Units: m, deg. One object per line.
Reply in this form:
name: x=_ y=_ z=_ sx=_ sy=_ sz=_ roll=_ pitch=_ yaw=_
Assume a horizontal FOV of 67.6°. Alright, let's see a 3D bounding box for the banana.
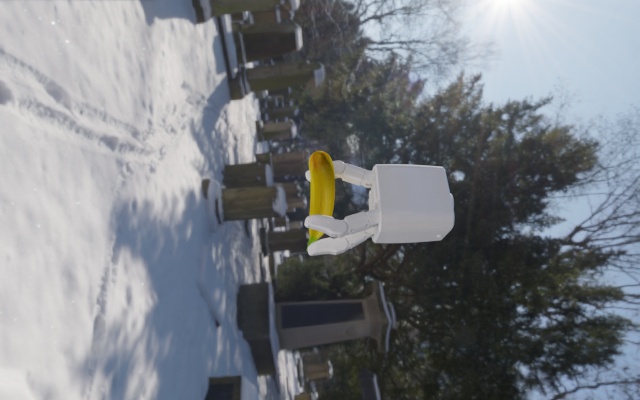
banana: x=0.002 y=-0.009 z=0.690 sx=0.037 sy=0.069 sz=0.198 roll=5 pitch=-44 yaw=3
